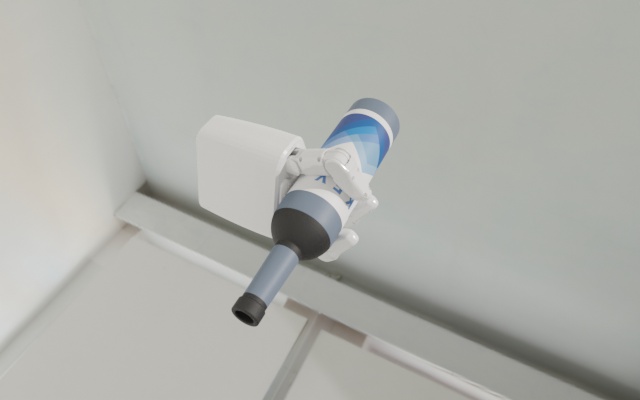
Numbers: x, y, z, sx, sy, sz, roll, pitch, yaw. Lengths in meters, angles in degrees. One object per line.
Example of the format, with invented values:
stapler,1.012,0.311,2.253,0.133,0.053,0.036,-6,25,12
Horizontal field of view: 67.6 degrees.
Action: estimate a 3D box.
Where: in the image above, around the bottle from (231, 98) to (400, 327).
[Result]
bottle,0.000,0.001,0.497,0.069,0.069,0.295,0,42,37
